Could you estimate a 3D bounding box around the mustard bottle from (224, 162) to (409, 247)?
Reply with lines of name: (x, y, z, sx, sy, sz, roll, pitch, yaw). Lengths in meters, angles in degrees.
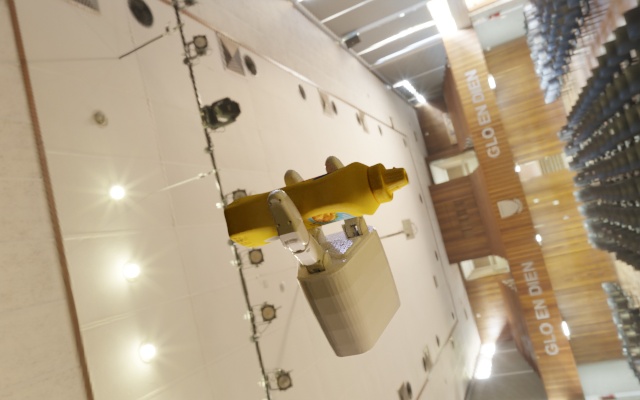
mustard bottle: (0.000, 0.001, 0.509, 0.191, 0.058, 0.096, -16, -9, 22)
